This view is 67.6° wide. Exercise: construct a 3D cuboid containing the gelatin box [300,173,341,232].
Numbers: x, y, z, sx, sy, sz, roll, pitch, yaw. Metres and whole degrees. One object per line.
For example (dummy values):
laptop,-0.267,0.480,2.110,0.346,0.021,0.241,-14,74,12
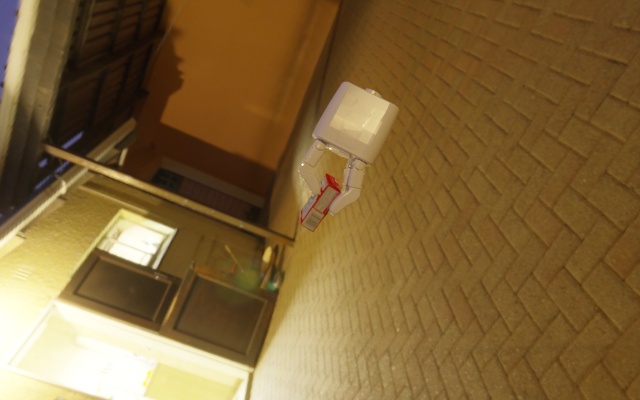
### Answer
gelatin box,0.000,0.003,0.837,0.030,0.089,0.073,33,13,-11
